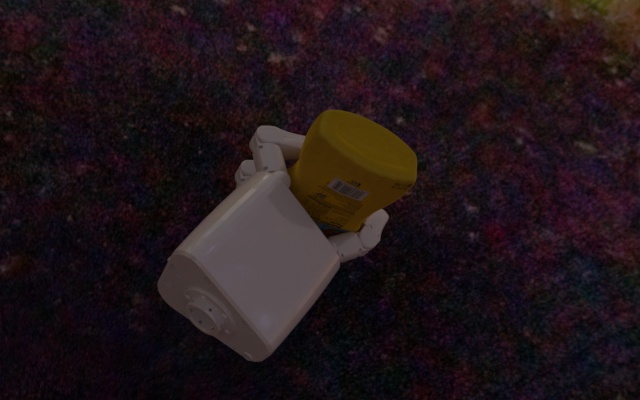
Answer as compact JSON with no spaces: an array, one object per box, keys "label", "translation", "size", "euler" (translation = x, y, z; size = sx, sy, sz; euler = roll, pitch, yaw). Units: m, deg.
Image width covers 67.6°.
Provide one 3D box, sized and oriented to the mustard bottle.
[{"label":"mustard bottle","translation":[0.000,0.001,0.456],"size":[0.096,0.058,0.192],"euler":[23,-39,-16]}]
